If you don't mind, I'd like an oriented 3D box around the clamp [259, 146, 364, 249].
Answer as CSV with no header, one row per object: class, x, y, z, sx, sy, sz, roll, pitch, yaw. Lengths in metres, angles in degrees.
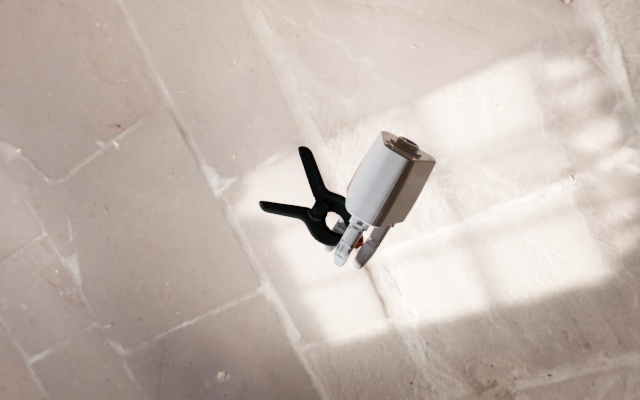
clamp,0.000,0.003,0.711,0.171,0.120,0.039,31,20,10
